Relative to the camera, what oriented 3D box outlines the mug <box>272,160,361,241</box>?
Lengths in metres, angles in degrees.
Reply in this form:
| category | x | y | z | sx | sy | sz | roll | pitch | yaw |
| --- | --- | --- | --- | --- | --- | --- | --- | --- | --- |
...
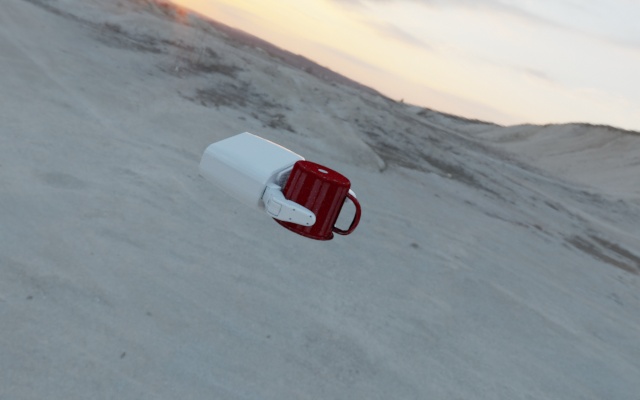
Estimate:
| category | x | y | z | sx | sy | sz | roll | pitch | yaw |
| --- | --- | --- | --- | --- | --- | --- | --- | --- | --- |
| mug | 0.001 | 0.003 | 0.637 | 0.117 | 0.081 | 0.093 | 27 | 14 | 18 |
